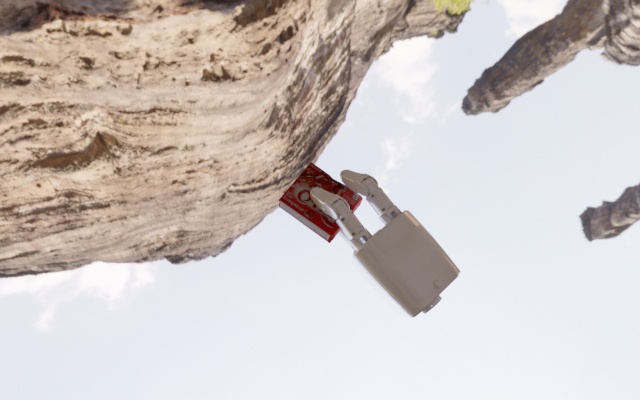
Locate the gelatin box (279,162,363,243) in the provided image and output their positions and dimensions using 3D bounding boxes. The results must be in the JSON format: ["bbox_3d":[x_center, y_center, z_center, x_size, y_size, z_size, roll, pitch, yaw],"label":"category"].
[{"bbox_3d":[0.000,0.002,0.645,0.089,0.073,0.030,35,-23,10],"label":"gelatin box"}]
